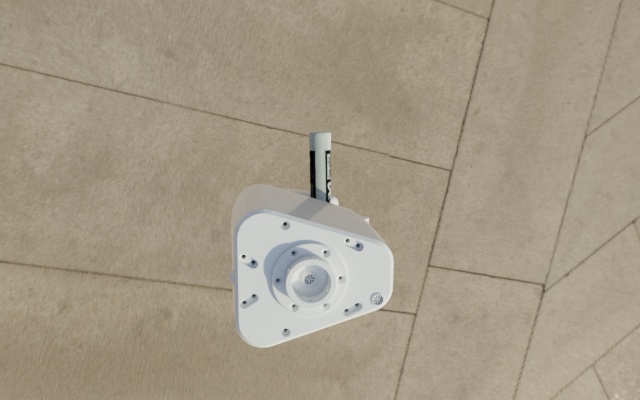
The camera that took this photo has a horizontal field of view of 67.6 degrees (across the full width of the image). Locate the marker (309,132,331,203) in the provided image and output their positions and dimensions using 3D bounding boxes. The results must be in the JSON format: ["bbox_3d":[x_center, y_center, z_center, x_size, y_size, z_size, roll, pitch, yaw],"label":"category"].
[{"bbox_3d":[0.000,0.001,0.417,0.020,0.121,0.020,-1,9,0],"label":"marker"}]
